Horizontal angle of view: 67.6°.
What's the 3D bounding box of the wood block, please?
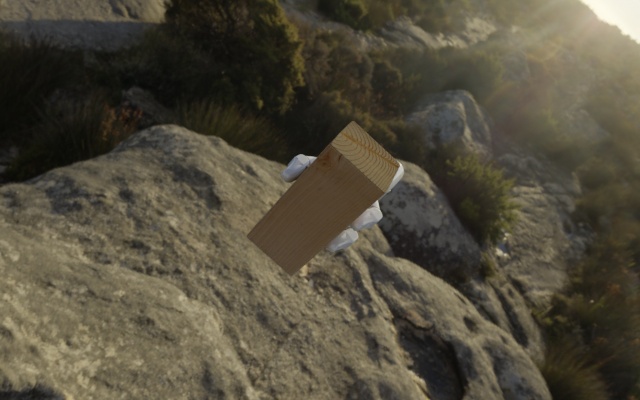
[{"bbox_3d":[0.000,0.002,0.658,0.206,0.091,0.090,-45,4,35],"label":"wood block"}]
